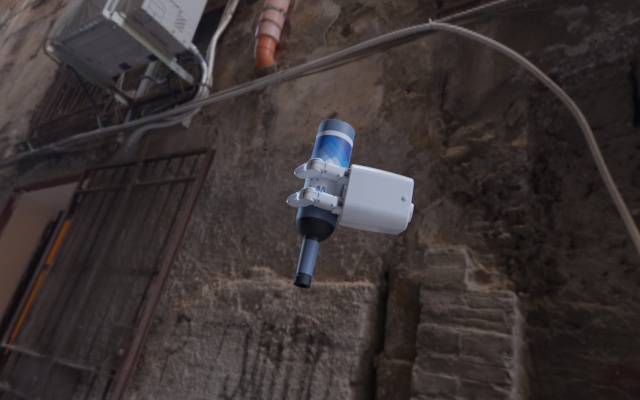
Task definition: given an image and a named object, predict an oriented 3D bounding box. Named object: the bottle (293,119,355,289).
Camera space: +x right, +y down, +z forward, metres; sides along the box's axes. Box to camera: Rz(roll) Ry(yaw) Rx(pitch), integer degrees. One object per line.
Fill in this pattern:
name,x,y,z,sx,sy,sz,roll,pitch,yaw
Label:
bottle,0.000,0.002,0.802,0.069,0.295,0.069,11,-25,5
